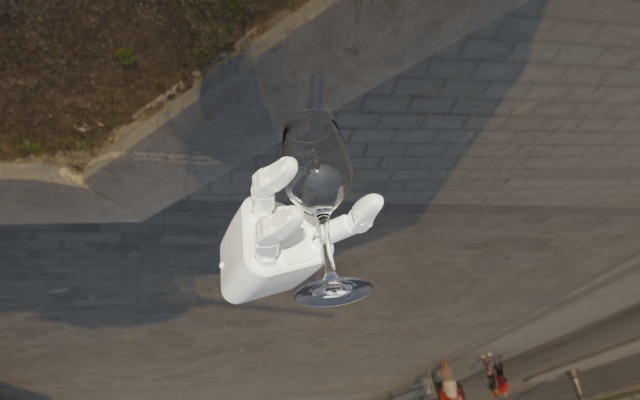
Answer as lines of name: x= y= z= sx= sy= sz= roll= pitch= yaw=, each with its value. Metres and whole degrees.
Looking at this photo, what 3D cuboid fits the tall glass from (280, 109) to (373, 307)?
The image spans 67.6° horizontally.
tall glass: x=0.000 y=0.002 z=0.493 sx=0.079 sy=0.201 sz=0.079 roll=-6 pitch=-29 yaw=-3
